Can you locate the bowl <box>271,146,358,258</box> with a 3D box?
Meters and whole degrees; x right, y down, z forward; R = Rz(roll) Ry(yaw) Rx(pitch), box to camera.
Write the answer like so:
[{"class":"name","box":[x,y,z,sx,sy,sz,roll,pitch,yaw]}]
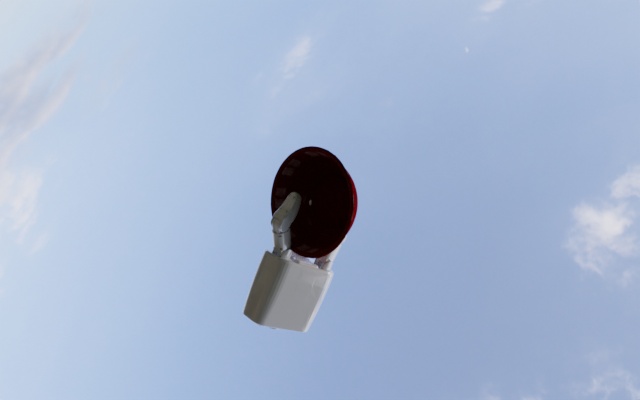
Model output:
[{"class":"bowl","box":[0.001,0.001,0.704,0.162,0.162,0.055,0,1,42]}]
